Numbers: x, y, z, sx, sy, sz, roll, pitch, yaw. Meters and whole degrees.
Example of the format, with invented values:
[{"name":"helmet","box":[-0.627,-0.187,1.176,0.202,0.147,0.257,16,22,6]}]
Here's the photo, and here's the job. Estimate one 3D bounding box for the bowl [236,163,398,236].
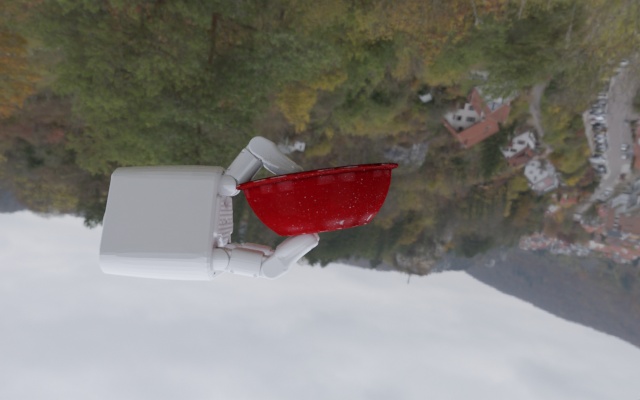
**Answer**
[{"name":"bowl","box":[0.001,0.002,0.473,0.162,0.055,0.162,-8,-1,0]}]
